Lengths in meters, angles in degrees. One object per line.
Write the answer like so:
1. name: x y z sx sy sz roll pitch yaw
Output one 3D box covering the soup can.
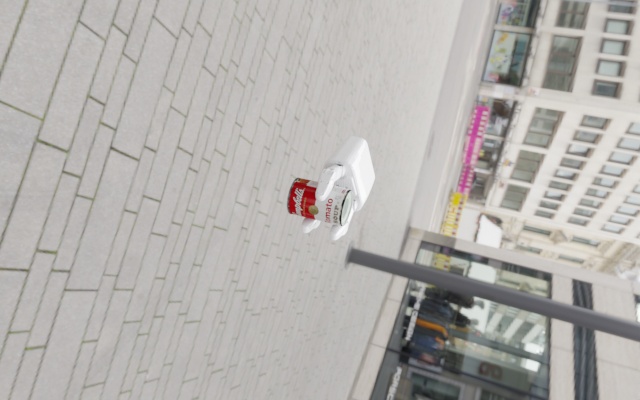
1. soup can: 0.000 0.003 0.847 0.102 0.068 0.068 14 4 16
